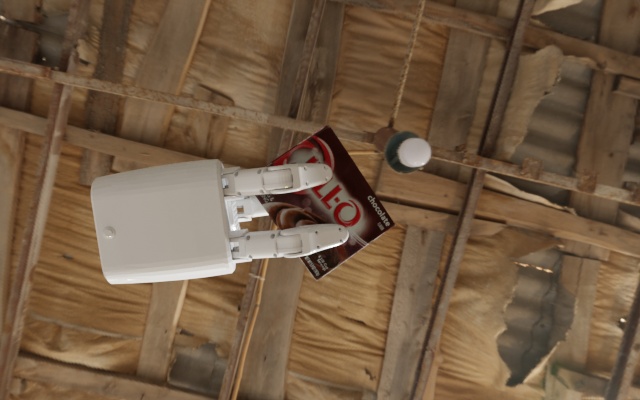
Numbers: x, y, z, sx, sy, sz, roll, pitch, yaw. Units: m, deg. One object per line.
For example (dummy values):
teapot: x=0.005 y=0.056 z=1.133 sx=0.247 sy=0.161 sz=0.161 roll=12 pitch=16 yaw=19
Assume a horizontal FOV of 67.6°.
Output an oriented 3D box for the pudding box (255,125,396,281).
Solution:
pudding box: x=0.000 y=0.001 z=0.441 sx=0.090 sy=0.113 sz=0.039 roll=-35 pitch=8 yaw=-2
